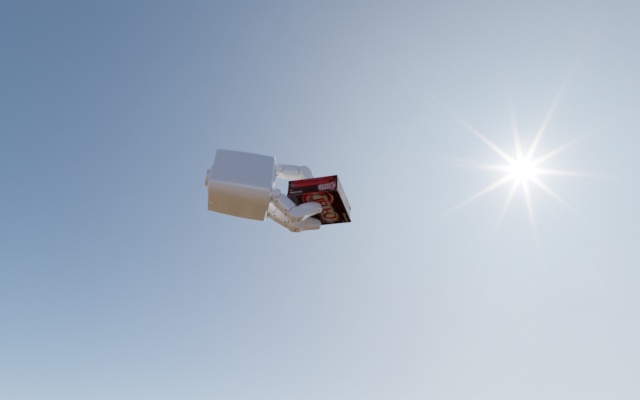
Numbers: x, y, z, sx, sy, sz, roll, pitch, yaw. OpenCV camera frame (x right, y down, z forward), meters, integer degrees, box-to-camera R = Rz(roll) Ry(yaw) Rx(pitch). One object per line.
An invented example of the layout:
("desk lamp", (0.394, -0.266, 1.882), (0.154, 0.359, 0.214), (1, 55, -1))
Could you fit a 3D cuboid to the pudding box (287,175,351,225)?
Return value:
("pudding box", (0.000, 0.003, 0.853), (0.090, 0.039, 0.114), (-6, -31, 15))
